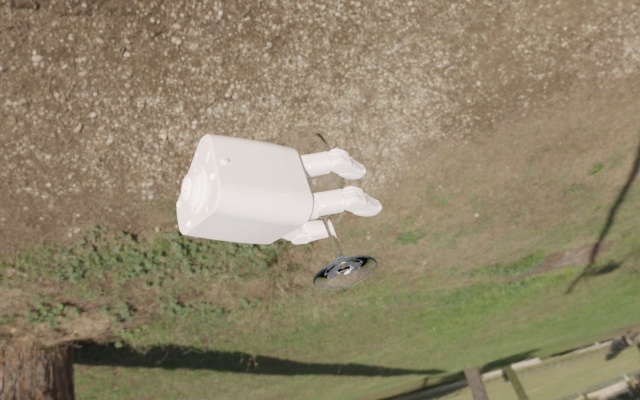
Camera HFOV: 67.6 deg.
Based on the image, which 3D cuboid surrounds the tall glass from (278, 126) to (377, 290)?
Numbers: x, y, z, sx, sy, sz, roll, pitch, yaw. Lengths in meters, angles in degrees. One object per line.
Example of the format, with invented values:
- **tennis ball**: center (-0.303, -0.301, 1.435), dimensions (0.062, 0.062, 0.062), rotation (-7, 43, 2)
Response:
- **tall glass**: center (0.000, 0.003, 0.579), dimensions (0.079, 0.201, 0.079), rotation (-13, -33, -9)
